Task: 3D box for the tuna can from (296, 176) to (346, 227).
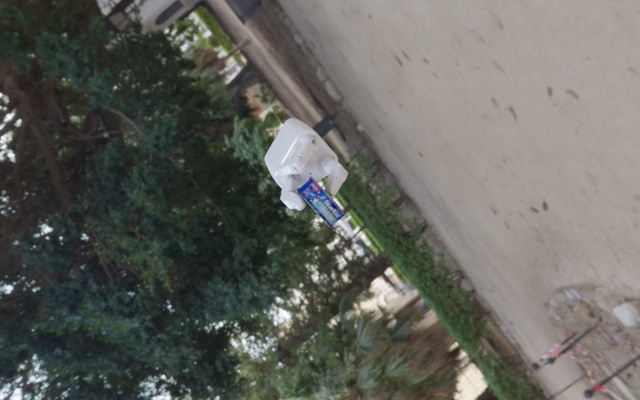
[{"bbox_3d":[0.000,0.003,0.776,0.034,0.086,0.086,-42,1,-1],"label":"tuna can"}]
